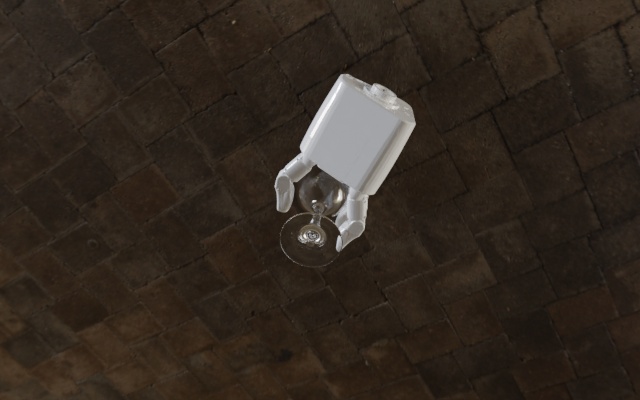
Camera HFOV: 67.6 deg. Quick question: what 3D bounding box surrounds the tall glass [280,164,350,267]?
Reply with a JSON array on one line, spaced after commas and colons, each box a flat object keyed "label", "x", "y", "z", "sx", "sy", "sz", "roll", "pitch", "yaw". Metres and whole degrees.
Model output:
[{"label": "tall glass", "x": 0.000, "y": 0.003, "z": 0.644, "sx": 0.079, "sy": 0.079, "sz": 0.201, "roll": 0, "pitch": 27, "yaw": 7}]
